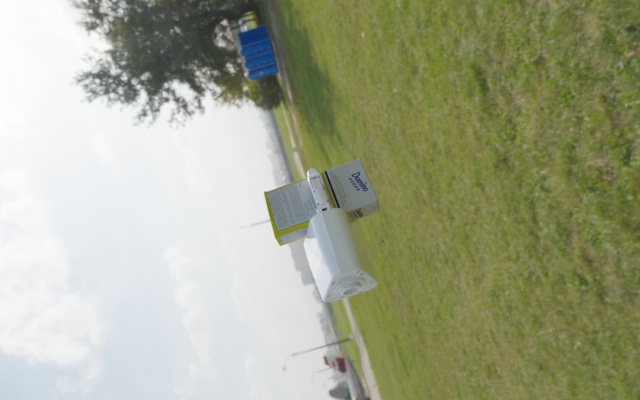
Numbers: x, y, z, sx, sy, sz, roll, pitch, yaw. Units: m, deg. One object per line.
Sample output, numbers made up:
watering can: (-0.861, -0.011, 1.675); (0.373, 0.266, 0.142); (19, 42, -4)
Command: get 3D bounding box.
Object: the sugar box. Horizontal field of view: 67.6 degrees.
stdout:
sugar box: (0.000, 0.003, 0.797); (0.176, 0.093, 0.048); (-17, -31, -2)
